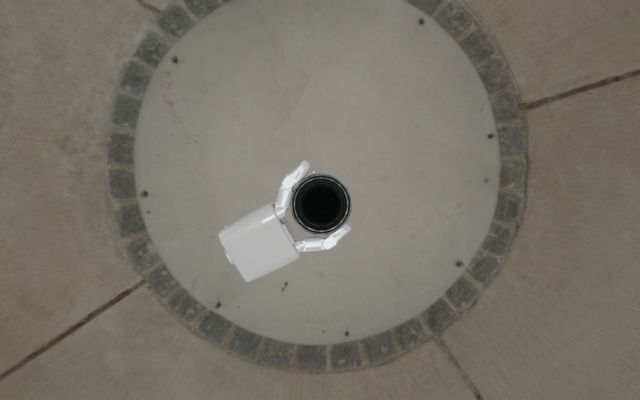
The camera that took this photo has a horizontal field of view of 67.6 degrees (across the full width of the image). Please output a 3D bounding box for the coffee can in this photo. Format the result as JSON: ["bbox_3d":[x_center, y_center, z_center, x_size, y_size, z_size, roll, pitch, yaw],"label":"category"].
[{"bbox_3d":[0.000,0.003,0.858,0.103,0.103,0.140,0,3,-1],"label":"coffee can"}]
